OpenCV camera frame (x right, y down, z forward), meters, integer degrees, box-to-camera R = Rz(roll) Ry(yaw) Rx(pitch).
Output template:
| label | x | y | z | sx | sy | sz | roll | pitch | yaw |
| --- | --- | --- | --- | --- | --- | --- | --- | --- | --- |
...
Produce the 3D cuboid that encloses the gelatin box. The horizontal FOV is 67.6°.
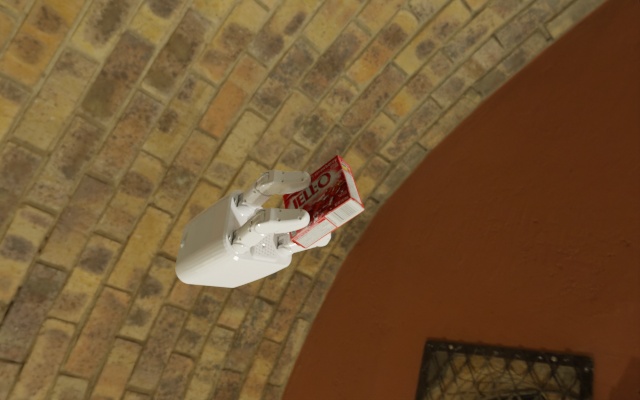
| label | x | y | z | sx | sy | sz | roll | pitch | yaw |
| --- | --- | --- | --- | --- | --- | --- | --- | --- | --- |
| gelatin box | 0.001 | 0.002 | 0.546 | 0.089 | 0.073 | 0.030 | -35 | -48 | 21 |
